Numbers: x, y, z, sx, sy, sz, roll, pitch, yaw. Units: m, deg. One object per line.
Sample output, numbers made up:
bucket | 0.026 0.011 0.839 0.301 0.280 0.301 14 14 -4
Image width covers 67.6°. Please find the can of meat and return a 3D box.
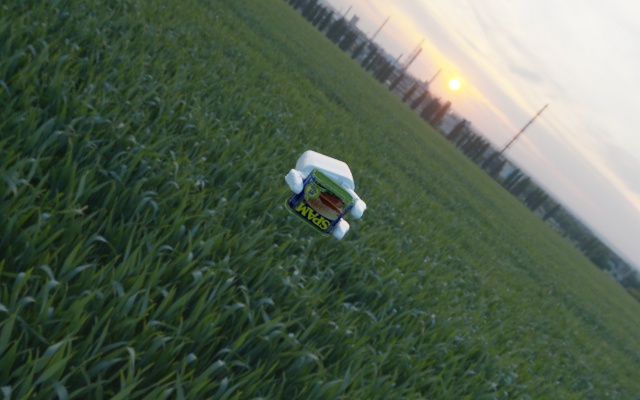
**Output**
can of meat | 0.000 0.003 0.878 0.102 0.084 0.057 36 18 -12
